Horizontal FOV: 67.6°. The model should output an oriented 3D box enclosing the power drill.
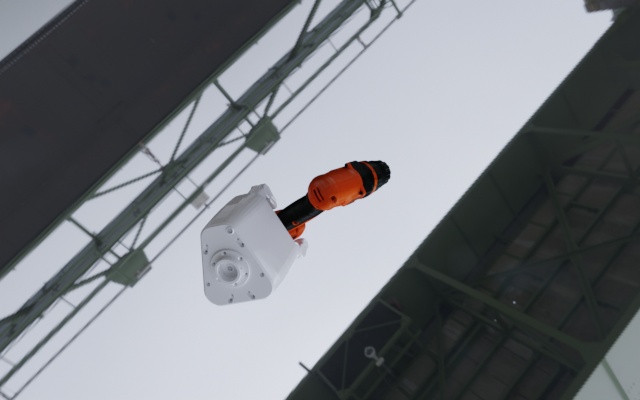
[{"bbox_3d":[0.000,0.003,0.699,0.188,0.057,0.184,-34,-9,35],"label":"power drill"}]
